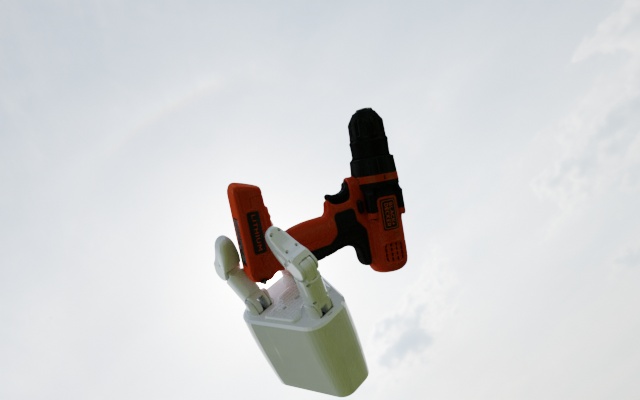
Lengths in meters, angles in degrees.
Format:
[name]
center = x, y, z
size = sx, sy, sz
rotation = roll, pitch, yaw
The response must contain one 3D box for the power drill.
[power drill]
center = 0.000, 0.002, 0.511
size = 0.187, 0.184, 0.057
rotation = -11, 3, -16
